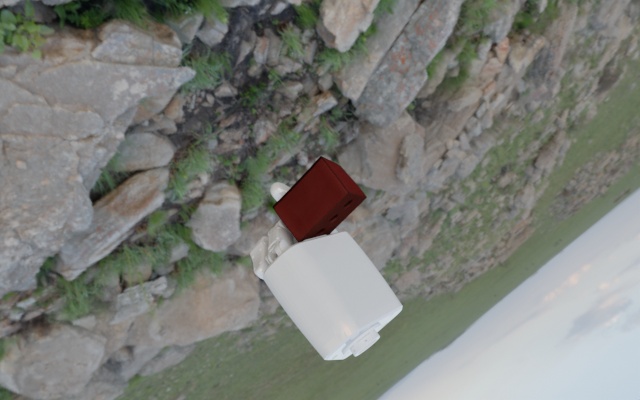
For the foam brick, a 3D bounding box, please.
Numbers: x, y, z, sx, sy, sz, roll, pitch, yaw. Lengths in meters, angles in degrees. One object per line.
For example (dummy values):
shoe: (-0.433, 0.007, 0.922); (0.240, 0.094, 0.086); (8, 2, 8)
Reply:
foam brick: (0.000, 0.001, 0.508); (0.078, 0.051, 0.053); (-46, -23, 16)
